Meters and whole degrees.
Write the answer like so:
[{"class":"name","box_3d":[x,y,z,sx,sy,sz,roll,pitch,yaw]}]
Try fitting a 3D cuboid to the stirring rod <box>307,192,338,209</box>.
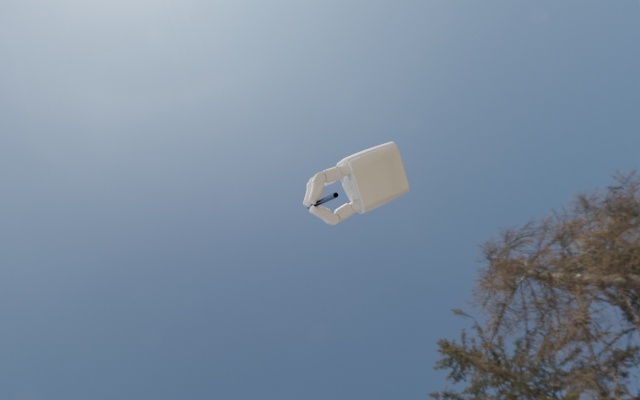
[{"class":"stirring rod","box_3d":[0.000,0.003,0.849,0.011,0.011,0.239,0,-5,-11]}]
